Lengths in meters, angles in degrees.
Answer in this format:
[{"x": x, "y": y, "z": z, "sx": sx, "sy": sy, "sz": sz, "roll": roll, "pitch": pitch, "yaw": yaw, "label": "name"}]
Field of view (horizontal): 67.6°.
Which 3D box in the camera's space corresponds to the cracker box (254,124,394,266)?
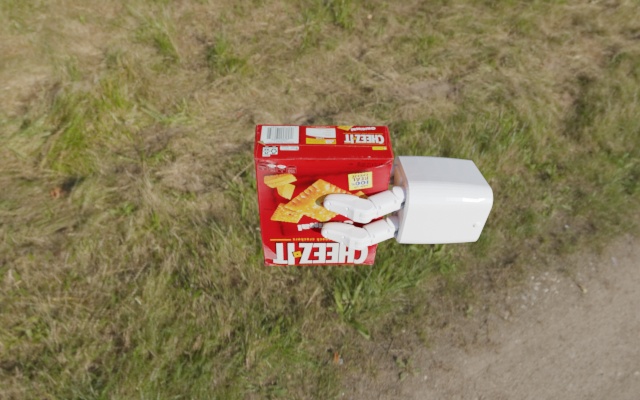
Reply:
[{"x": 0.000, "y": 0.002, "z": 0.638, "sx": 0.164, "sy": 0.072, "sz": 0.214, "roll": 0, "pitch": -43, "yaw": -2, "label": "cracker box"}]
